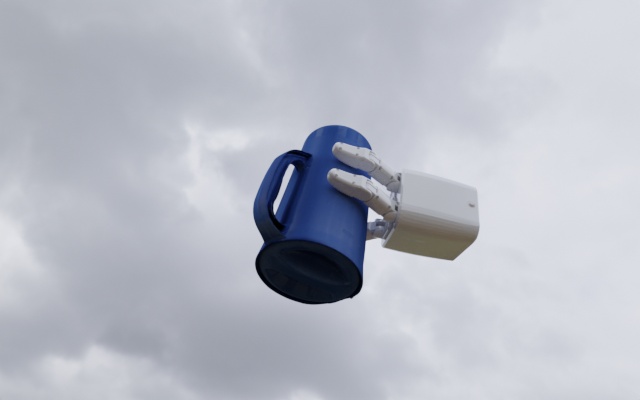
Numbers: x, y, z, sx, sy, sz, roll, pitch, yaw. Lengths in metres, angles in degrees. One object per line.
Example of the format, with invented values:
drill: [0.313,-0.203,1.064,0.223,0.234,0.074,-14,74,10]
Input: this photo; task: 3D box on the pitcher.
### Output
pitcher: [0.000,0.002,0.644,0.145,0.242,0.149,12,-42,2]
